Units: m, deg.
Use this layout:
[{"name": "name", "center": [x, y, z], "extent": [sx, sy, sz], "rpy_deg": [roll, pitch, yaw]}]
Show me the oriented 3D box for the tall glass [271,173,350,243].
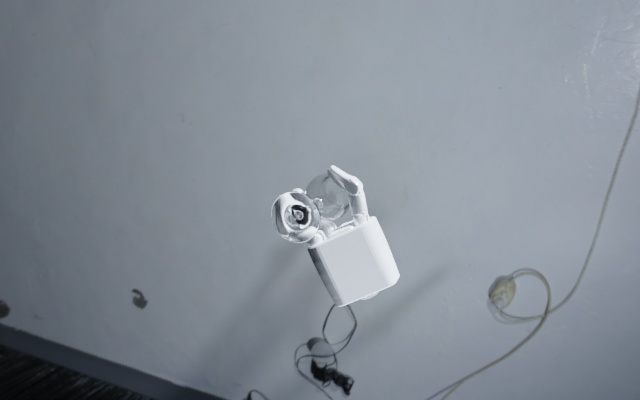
[{"name": "tall glass", "center": [0.000, 0.002, 0.749], "extent": [0.079, 0.079, 0.201], "rpy_deg": [0, 13, 21]}]
